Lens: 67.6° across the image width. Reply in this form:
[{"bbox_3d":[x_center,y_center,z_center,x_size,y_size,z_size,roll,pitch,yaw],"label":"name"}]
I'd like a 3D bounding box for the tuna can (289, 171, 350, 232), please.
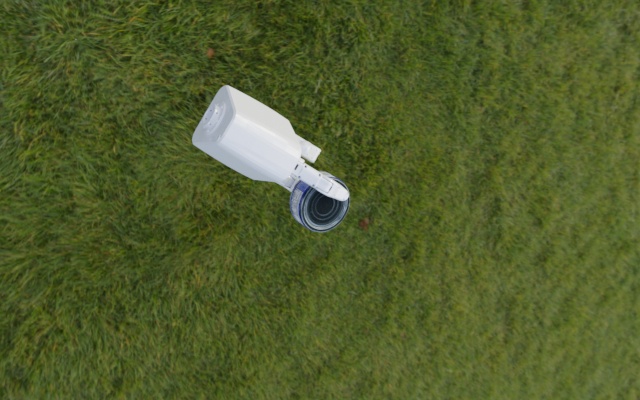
[{"bbox_3d":[0.000,0.002,0.695,0.086,0.086,0.033,0,19,-32],"label":"tuna can"}]
